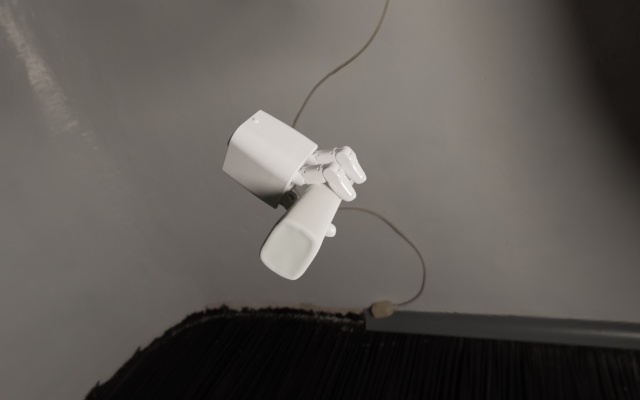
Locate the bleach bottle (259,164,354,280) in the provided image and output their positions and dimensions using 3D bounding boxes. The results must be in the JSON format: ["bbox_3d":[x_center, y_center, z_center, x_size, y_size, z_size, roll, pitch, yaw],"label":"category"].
[{"bbox_3d":[0.000,0.002,0.719,0.068,0.103,0.250,33,37,1],"label":"bleach bottle"}]
